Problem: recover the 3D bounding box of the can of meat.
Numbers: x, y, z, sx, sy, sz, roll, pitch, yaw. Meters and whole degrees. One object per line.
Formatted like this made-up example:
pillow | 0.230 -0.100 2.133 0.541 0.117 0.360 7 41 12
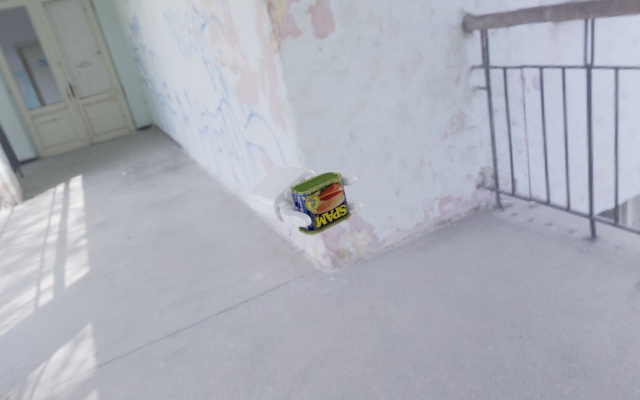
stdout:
can of meat | 0.000 0.003 0.870 0.102 0.084 0.057 -25 24 -28
